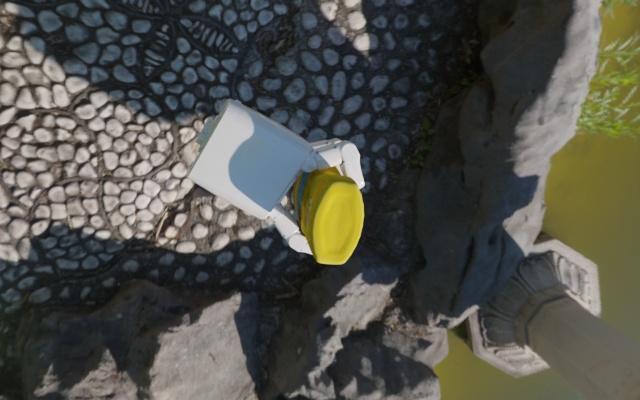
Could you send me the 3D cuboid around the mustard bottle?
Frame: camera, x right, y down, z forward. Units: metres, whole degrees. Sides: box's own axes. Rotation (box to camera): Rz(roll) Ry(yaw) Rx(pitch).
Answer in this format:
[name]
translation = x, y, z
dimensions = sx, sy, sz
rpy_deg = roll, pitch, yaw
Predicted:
[mustard bottle]
translation = 0.000, 0.002, 0.593
dimensions = 0.058, 0.096, 0.191
rpy_deg = 4, 14, -12
